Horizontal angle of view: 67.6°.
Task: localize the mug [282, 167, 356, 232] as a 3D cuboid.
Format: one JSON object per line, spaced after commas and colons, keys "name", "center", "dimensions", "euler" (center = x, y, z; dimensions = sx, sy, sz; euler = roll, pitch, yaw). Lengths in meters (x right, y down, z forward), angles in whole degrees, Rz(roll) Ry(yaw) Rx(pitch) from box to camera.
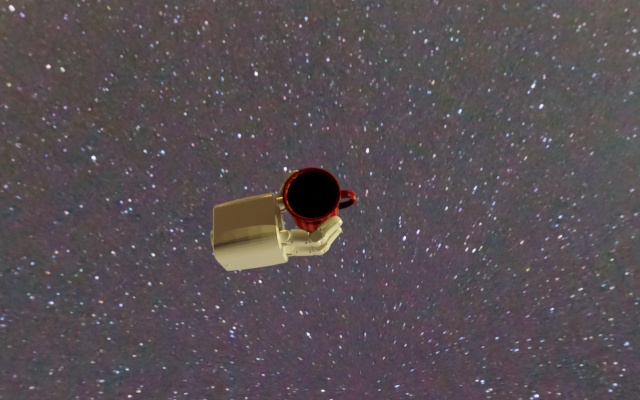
{"name": "mug", "center": [0.002, 0.002, 0.789], "dimensions": [0.117, 0.093, 0.081], "euler": [-9, -22, 0]}
